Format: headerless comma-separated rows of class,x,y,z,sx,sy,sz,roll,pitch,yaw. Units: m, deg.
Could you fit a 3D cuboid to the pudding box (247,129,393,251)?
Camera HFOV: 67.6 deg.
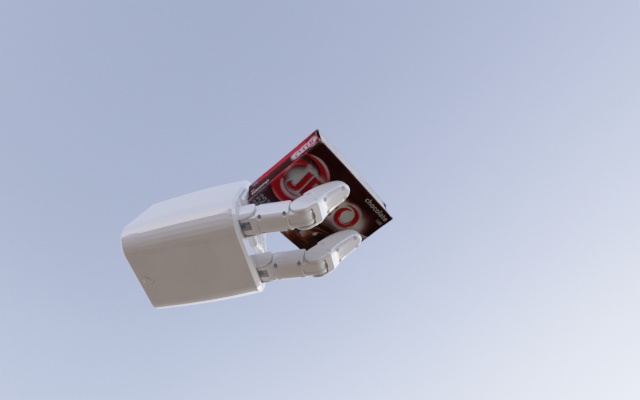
pudding box,0.000,0.001,0.461,0.090,0.113,0.039,-38,28,15
